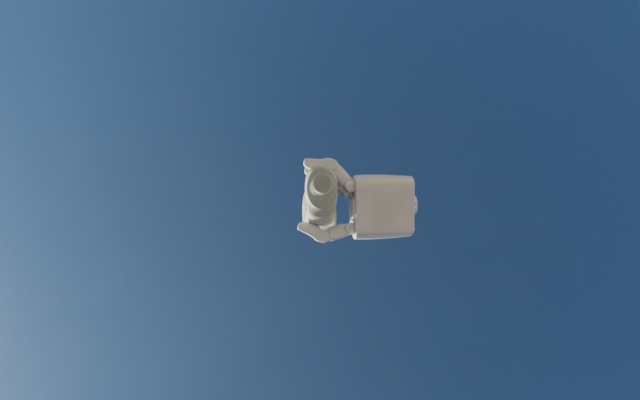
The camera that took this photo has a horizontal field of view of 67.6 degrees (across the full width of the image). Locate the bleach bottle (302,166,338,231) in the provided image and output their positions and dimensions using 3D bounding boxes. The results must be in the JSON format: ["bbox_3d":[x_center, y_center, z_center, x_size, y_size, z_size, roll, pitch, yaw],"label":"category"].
[{"bbox_3d":[0.000,0.003,0.848,0.068,0.102,0.251,-2,-9,-2],"label":"bleach bottle"}]
